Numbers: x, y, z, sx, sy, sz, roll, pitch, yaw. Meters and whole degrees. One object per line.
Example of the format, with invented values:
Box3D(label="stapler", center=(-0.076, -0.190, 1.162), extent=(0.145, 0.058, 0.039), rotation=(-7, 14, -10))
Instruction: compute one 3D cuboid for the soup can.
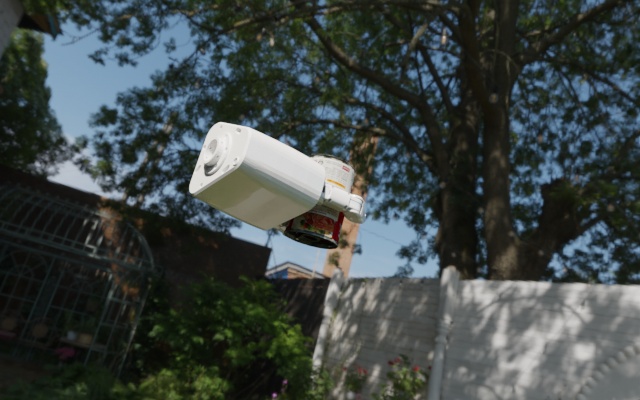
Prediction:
Box3D(label="soup can", center=(0.001, 0.002, 0.594), extent=(0.068, 0.102, 0.068), rotation=(13, -17, 4))
